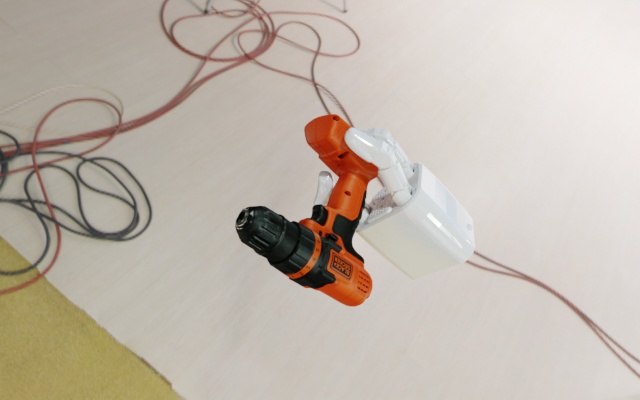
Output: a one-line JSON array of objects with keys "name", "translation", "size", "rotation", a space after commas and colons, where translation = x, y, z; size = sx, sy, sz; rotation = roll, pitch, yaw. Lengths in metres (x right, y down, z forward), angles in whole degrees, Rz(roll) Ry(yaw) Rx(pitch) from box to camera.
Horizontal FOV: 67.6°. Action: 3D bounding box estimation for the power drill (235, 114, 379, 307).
[{"name": "power drill", "translation": [0.000, 0.001, 0.519], "size": [0.057, 0.187, 0.184], "rotation": [-11, -37, 40]}]
